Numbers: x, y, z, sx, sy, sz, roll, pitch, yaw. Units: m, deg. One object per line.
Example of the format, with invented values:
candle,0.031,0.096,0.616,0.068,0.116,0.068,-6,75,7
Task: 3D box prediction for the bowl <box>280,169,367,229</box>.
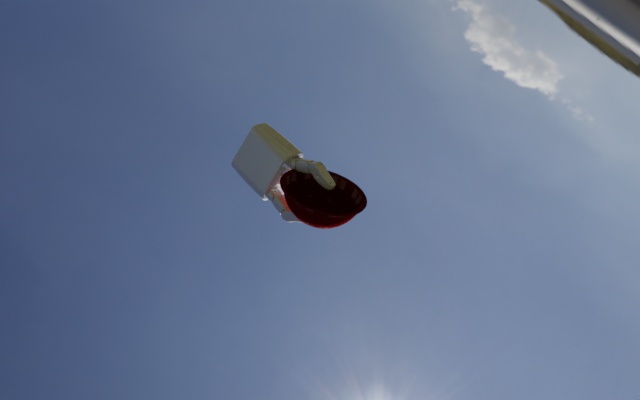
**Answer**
bowl,0.001,0.004,0.866,0.162,0.055,0.162,12,30,-7
